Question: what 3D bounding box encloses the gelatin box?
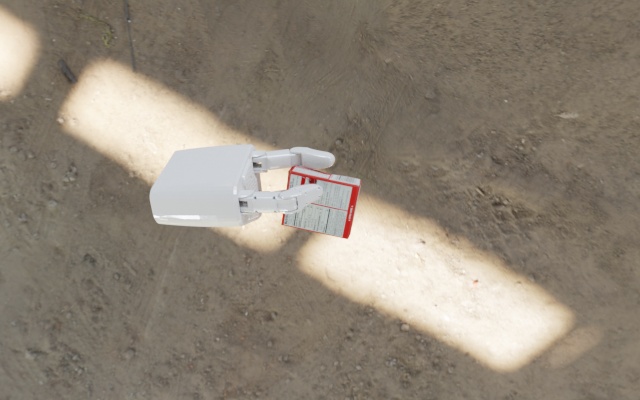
[{"bbox_3d":[0.000,0.002,0.592,0.089,0.073,0.030,12,22,6],"label":"gelatin box"}]
